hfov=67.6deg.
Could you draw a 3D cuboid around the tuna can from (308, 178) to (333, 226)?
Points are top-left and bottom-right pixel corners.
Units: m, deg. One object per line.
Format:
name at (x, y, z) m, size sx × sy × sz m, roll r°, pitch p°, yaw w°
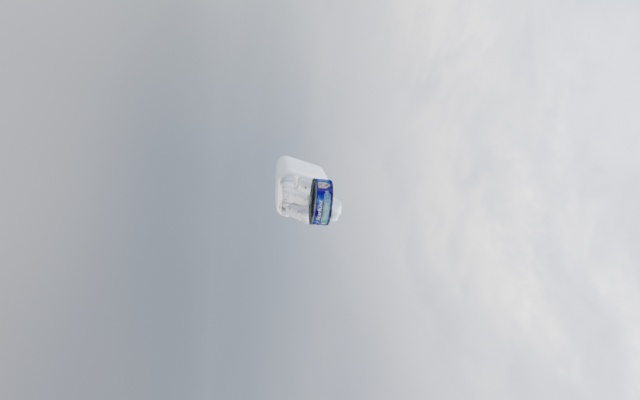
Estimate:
tuna can at (0.001, 0.003, 0.871) m, size 0.034 × 0.086 × 0.086 m, roll 5°, pitch -1°, yaw -7°
